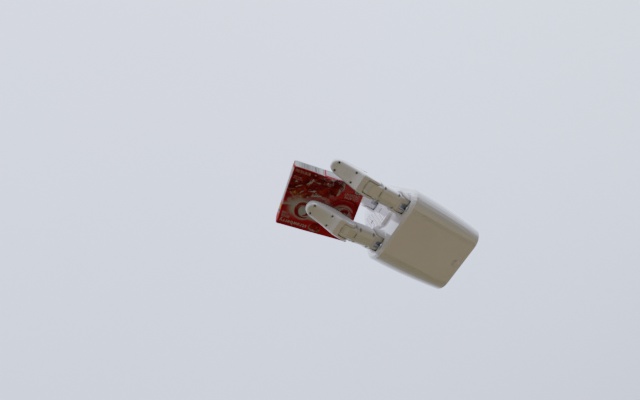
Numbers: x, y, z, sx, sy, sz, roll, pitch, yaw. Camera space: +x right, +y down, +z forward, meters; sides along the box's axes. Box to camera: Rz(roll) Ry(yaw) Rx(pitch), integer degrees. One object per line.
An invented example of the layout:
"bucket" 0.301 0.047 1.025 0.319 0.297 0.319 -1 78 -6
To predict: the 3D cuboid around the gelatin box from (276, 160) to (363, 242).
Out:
"gelatin box" 0.000 0.002 0.562 0.089 0.073 0.030 17 18 -9
